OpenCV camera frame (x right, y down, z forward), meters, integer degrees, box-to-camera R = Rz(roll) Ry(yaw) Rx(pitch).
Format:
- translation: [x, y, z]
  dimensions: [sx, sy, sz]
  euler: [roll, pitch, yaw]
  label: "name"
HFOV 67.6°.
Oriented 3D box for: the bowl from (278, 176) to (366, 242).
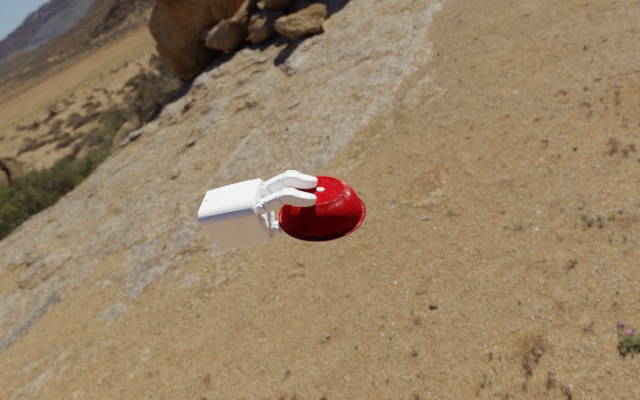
- translation: [0.001, 0.002, 0.853]
  dimensions: [0.162, 0.055, 0.162]
  euler: [-4, 34, 3]
  label: "bowl"
